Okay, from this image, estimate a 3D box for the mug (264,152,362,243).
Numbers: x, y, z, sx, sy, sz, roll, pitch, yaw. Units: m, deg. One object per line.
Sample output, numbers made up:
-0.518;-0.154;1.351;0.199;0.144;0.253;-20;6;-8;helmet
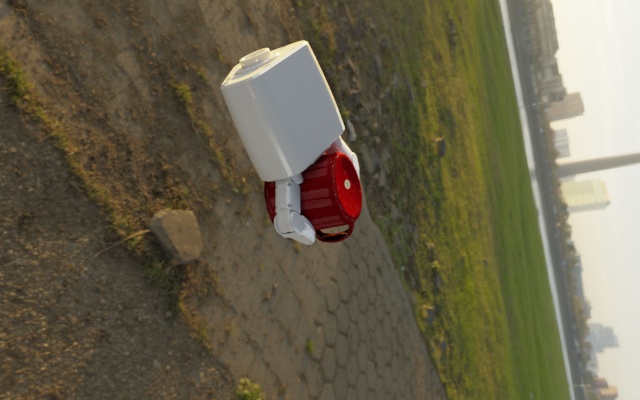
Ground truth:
0.001;0.003;0.545;0.081;0.117;0.093;-11;30;26;mug
